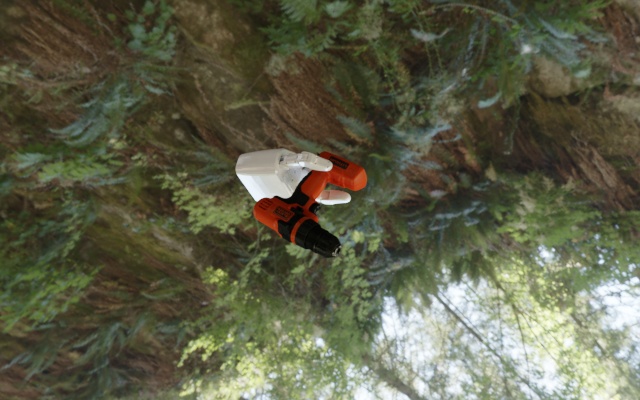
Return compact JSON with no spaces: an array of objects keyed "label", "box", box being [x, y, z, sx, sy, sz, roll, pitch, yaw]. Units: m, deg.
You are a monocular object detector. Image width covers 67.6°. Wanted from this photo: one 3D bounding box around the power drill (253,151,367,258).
[{"label":"power drill","box":[0.000,0.002,0.852,0.184,0.057,0.187,28,58,28]}]
